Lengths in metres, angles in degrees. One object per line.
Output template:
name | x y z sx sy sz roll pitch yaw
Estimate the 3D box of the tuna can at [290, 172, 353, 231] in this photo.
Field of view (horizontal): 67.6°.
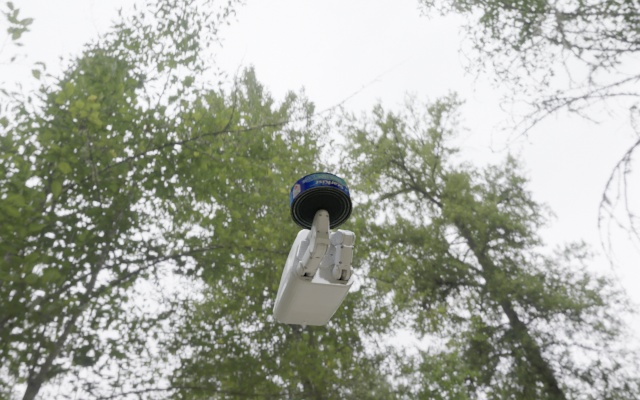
tuna can | 0.000 0.002 0.662 0.086 0.086 0.033 0 44 -8
